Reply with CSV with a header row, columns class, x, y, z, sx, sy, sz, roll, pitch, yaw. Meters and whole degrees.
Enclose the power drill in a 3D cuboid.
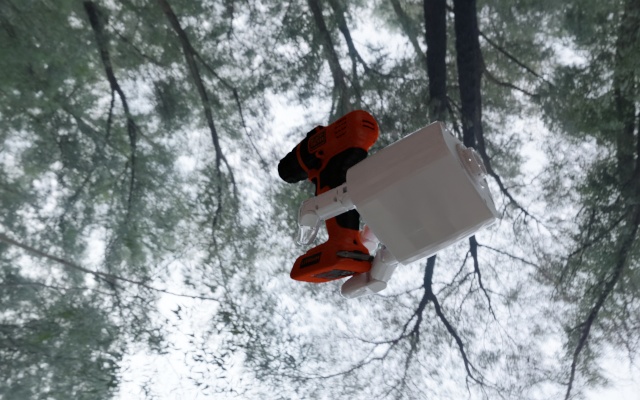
class,x,y,z,sx,sy,sz,roll,pitch,yaw
power drill,0.000,0.002,0.582,0.057,0.187,0.184,10,-21,-32
